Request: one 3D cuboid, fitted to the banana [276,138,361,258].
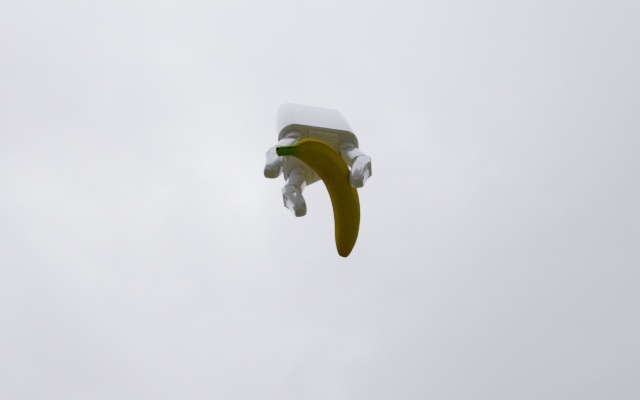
[{"bbox_3d":[0.015,-0.010,0.618,0.069,0.198,0.037,-31,32,0],"label":"banana"}]
